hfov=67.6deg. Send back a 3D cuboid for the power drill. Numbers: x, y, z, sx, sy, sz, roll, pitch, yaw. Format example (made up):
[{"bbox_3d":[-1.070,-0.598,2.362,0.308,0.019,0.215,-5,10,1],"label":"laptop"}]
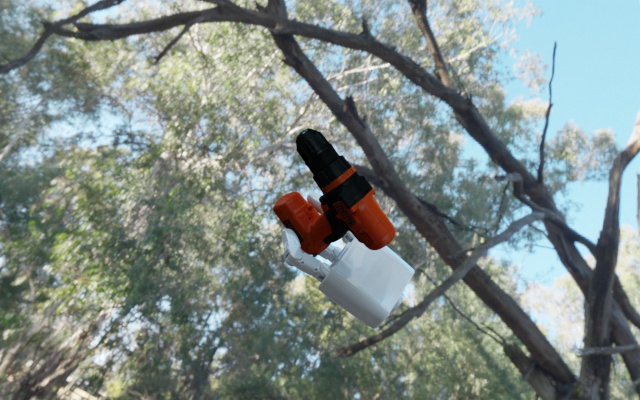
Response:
[{"bbox_3d":[0.000,0.003,0.677,0.057,0.184,0.188,-38,4,-29],"label":"power drill"}]
